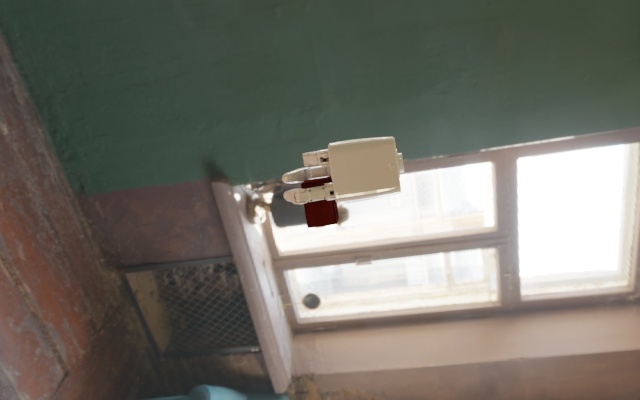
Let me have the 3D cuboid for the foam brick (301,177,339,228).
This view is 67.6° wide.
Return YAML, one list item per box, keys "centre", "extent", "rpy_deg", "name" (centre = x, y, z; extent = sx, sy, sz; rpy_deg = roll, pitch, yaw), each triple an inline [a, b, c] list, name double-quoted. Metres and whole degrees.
- centre: [0.000, 0.003, 0.811]
  extent: [0.051, 0.078, 0.053]
  rpy_deg: [-7, 9, 7]
  name: "foam brick"
